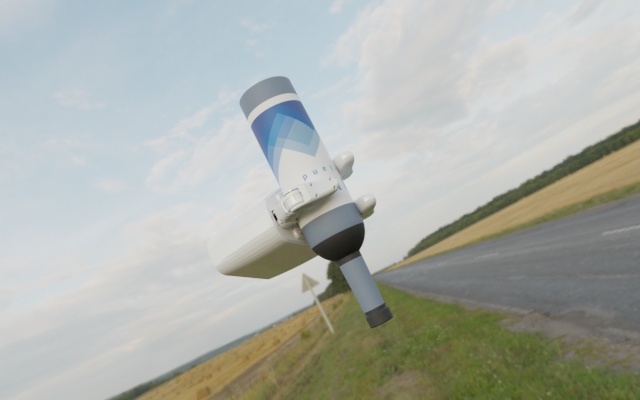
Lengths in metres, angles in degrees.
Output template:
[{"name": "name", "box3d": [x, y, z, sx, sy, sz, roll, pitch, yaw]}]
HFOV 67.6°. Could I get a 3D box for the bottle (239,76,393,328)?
[{"name": "bottle", "box3d": [0.000, 0.001, 0.536, 0.069, 0.295, 0.069, -26, -11, -5]}]
